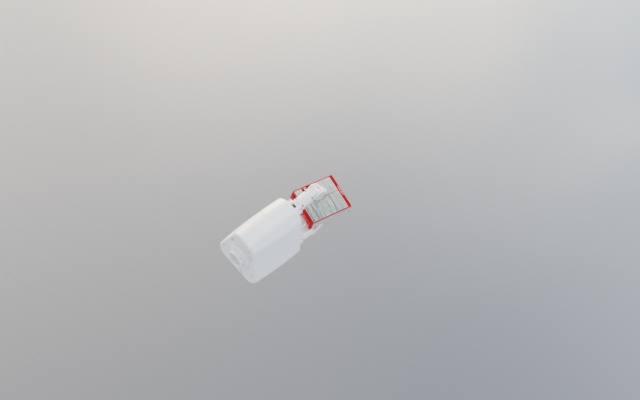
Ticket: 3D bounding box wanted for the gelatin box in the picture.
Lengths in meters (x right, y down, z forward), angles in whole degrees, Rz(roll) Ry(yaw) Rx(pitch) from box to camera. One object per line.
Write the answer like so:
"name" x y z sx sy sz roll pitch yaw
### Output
"gelatin box" 0.001 0.003 0.871 0.089 0.073 0.030 -24 -20 -24
